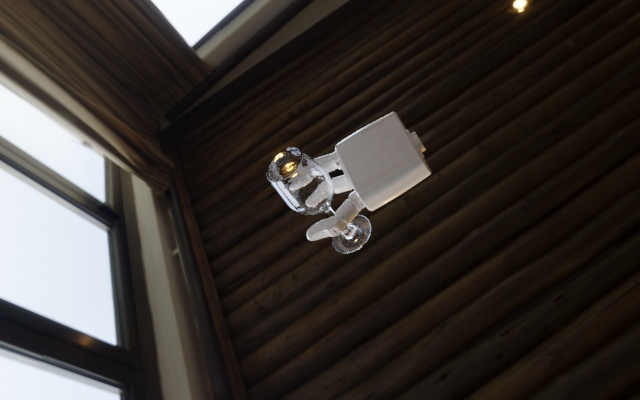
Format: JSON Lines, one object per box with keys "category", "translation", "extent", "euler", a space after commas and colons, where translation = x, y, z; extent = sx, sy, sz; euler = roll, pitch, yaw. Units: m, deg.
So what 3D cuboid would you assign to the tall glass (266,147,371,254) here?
{"category": "tall glass", "translation": [0.000, 0.003, 0.739], "extent": [0.079, 0.079, 0.201], "euler": [0, -33, 39]}
